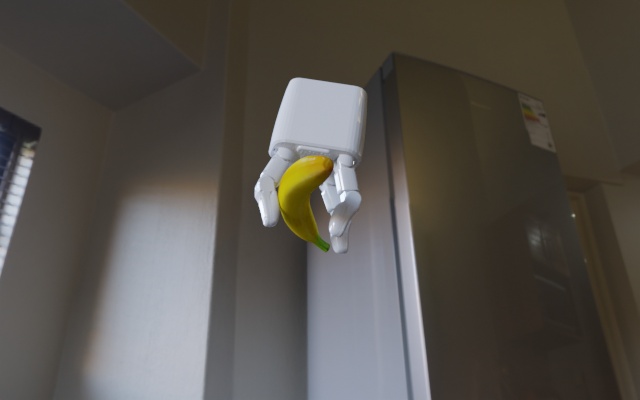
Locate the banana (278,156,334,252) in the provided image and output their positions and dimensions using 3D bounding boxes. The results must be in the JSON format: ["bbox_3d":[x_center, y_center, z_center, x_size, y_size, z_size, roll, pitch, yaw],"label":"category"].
[{"bbox_3d":[-0.018,-0.002,0.556,0.069,0.037,0.198,16,-28,10],"label":"banana"}]
